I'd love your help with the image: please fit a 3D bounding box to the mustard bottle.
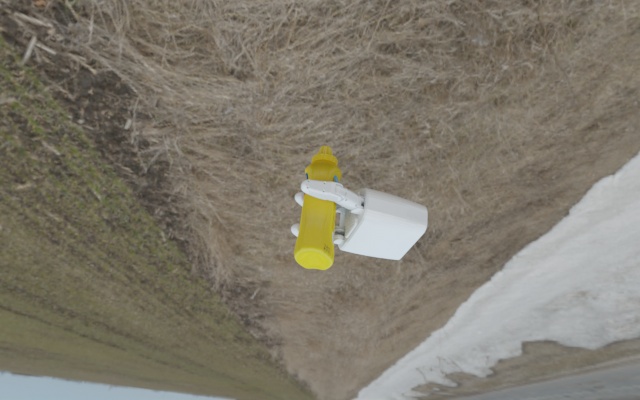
[{"bbox_3d":[0.000,0.003,0.731,0.058,0.191,0.096,4,-24,7],"label":"mustard bottle"}]
